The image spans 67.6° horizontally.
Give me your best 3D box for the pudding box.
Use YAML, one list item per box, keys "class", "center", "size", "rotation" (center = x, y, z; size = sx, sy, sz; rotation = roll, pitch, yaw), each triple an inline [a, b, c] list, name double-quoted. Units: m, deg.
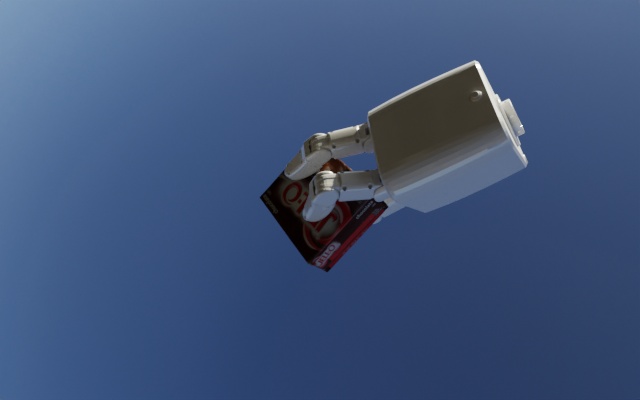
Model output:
- class: "pudding box"
  center: [0.000, 0.002, 0.479]
  size: [0.039, 0.090, 0.113]
  rotation: [36, 10, -46]
